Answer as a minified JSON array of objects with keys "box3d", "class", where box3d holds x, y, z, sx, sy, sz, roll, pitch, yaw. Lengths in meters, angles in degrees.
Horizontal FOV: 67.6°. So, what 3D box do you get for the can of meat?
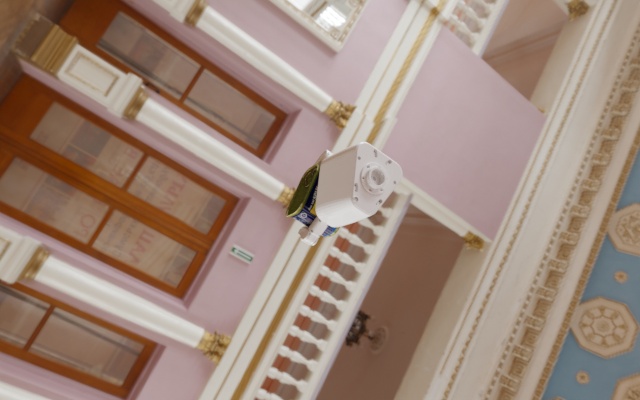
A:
[{"box3d":[0.000,0.003,0.835,0.084,0.102,0.057,32,-26,-19],"class":"can of meat"}]
